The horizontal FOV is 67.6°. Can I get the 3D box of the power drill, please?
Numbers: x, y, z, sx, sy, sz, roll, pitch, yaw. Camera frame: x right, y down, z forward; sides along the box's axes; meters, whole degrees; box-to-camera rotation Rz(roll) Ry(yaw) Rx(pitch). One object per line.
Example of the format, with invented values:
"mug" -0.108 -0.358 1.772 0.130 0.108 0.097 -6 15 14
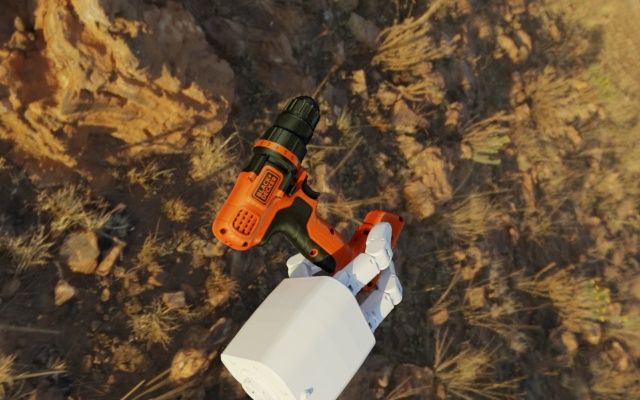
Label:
"power drill" 0.000 0.002 0.526 0.188 0.184 0.057 34 -16 -17
